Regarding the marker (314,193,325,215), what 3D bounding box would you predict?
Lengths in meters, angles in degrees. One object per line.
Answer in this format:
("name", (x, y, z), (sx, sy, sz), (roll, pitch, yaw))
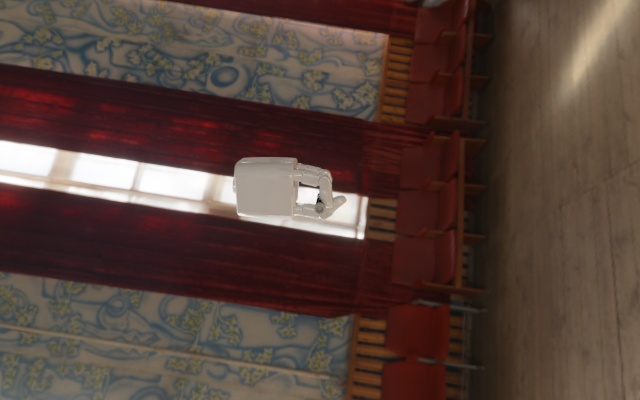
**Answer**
("marker", (0.000, 0.003, 0.899), (0.020, 0.020, 0.121), (0, 12, 2))
